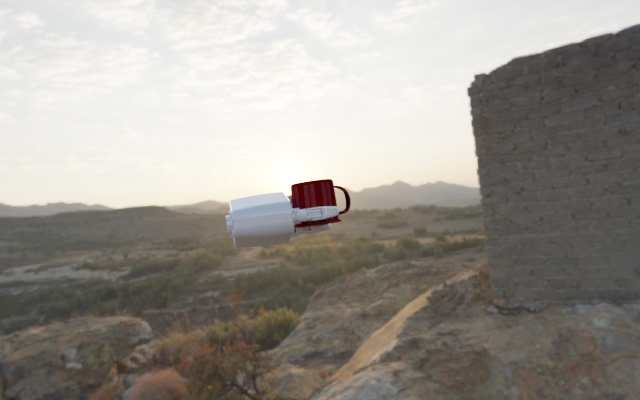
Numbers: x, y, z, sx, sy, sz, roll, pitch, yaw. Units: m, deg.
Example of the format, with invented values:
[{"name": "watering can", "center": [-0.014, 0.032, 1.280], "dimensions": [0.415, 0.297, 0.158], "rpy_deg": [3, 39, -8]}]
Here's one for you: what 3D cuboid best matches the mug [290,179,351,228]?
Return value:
[{"name": "mug", "center": [0.002, 0.003, 0.894], "dimensions": [0.117, 0.081, 0.093], "rpy_deg": [-8, 0, -13]}]
